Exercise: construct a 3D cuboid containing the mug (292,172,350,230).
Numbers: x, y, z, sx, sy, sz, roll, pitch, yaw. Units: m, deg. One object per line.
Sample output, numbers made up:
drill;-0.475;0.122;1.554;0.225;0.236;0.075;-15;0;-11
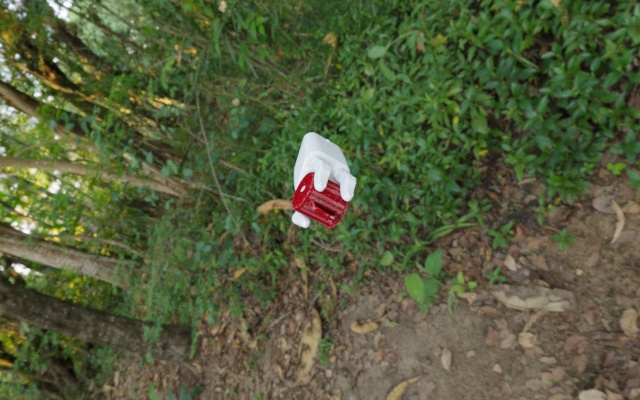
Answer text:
mug;0.000;0.004;0.898;0.081;0.093;0.117;27;23;-20
